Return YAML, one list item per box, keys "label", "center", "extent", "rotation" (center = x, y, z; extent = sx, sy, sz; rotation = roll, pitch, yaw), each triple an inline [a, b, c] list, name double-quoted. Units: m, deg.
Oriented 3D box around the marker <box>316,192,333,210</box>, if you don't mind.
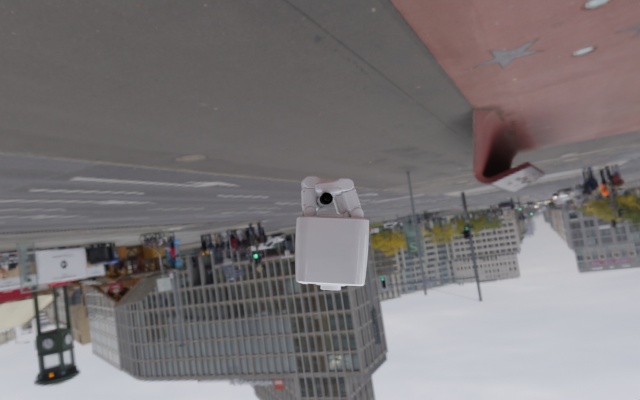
- label: "marker"
  center: [0.000, 0.002, 0.782]
  extent: [0.020, 0.020, 0.121]
  rotation: [0, -6, -11]
